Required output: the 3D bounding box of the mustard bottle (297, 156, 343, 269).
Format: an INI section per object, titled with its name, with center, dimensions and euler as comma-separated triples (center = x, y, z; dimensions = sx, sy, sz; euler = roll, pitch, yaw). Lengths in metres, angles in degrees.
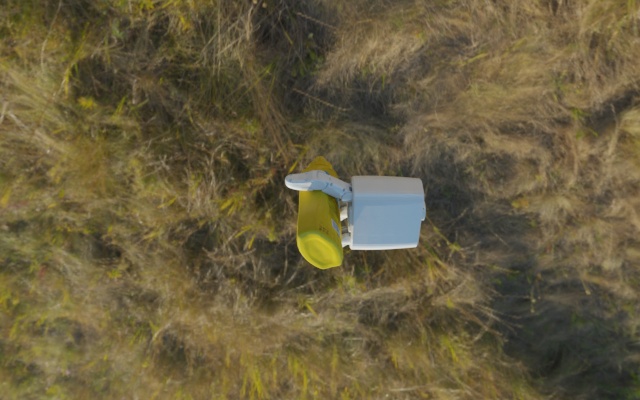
[mustard bottle]
center = 0.000, 0.003, 0.739
dimensions = 0.058, 0.191, 0.096
euler = -17, -44, 18
